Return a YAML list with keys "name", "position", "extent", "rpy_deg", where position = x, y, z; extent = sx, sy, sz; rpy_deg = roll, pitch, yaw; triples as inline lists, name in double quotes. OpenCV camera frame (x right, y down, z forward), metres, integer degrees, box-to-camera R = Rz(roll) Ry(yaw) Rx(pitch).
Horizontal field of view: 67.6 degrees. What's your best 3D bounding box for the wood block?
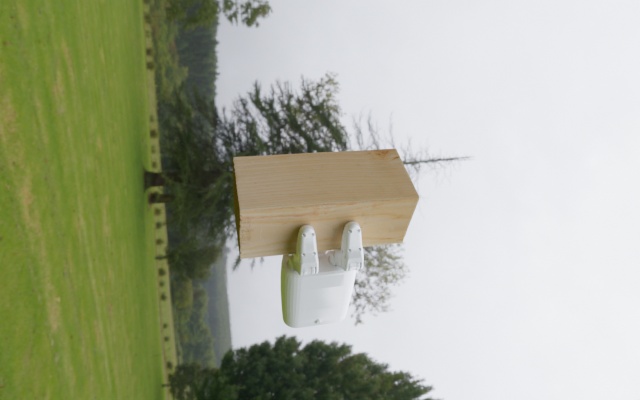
- name: "wood block"
  position: [0.000, 0.002, 0.586]
  extent: [0.206, 0.090, 0.090]
  rpy_deg: [-4, -43, -13]
